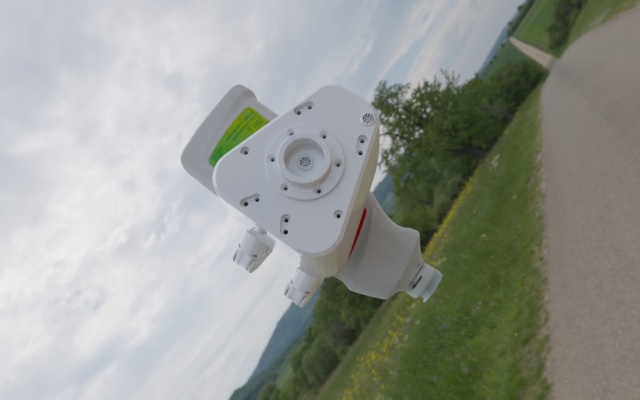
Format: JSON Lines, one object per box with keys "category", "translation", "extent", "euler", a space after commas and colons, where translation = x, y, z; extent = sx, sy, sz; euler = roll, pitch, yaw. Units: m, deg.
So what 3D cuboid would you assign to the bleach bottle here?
{"category": "bleach bottle", "translation": [0.000, 0.001, 0.436], "extent": [0.251, 0.102, 0.068], "euler": [34, -10, 10]}
